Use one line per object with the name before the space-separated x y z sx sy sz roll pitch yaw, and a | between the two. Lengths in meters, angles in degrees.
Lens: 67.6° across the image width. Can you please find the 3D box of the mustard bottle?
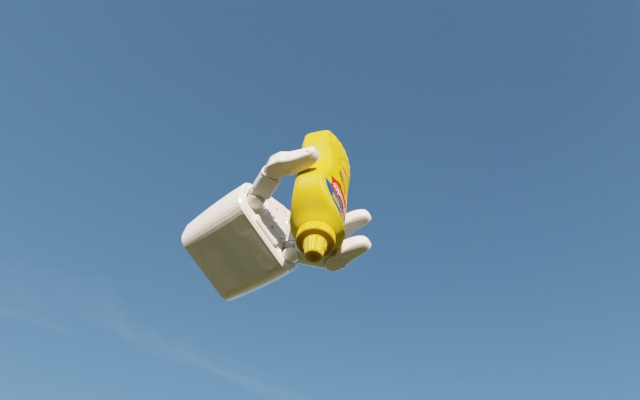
mustard bottle | 0.000 0.002 0.551 0.058 0.096 0.191 -9 33 12
